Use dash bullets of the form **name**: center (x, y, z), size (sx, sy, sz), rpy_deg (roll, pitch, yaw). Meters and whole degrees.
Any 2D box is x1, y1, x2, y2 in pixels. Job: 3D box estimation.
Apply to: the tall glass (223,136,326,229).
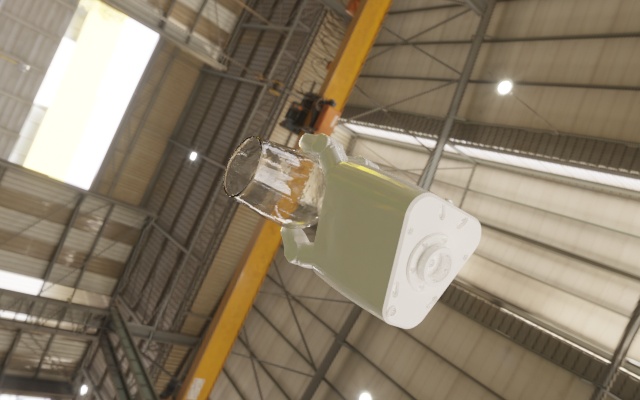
- **tall glass**: center (0.000, 0.002, 0.502), size (0.201, 0.079, 0.079), rpy_deg (25, -15, -35)
